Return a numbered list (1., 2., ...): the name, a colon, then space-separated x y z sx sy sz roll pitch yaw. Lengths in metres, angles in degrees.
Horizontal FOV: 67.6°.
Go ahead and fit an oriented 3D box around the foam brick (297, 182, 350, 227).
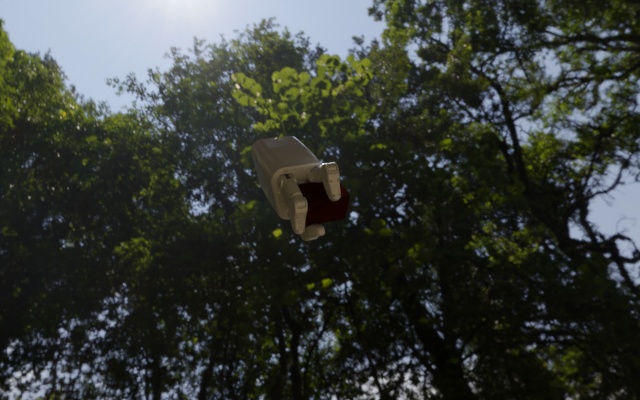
1. foam brick: 0.000 0.003 0.783 0.078 0.053 0.051 -10 41 -27
